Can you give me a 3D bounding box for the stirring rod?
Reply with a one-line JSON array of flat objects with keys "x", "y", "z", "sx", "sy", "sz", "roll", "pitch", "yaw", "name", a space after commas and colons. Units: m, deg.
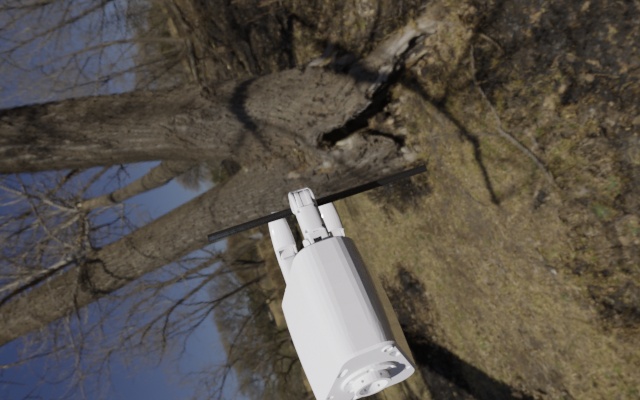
[{"x": 0.000, "y": 0.002, "z": 0.499, "sx": 0.239, "sy": 0.011, "sz": 0.011, "roll": -18, "pitch": 3, "yaw": -8, "name": "stirring rod"}]
